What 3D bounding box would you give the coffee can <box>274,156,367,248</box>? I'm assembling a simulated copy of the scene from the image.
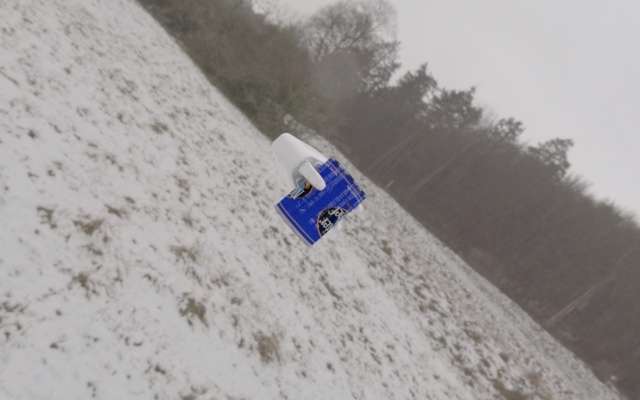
[{"bbox_3d":[0.000,0.003,0.878,0.140,0.103,0.103,-41,0,0],"label":"coffee can"}]
